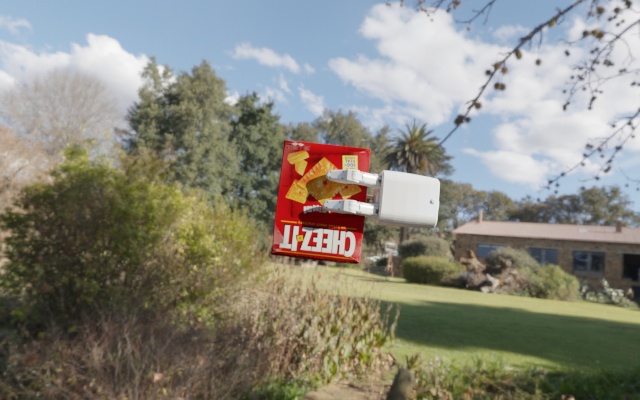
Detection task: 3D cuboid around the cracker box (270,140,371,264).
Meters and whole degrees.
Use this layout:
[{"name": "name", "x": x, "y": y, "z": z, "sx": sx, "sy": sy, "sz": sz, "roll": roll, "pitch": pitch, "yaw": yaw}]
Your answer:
[{"name": "cracker box", "x": 0.000, "y": 0.003, "z": 0.888, "sx": 0.164, "sy": 0.213, "sz": 0.072, "roll": 7, "pitch": -9, "yaw": -3}]
